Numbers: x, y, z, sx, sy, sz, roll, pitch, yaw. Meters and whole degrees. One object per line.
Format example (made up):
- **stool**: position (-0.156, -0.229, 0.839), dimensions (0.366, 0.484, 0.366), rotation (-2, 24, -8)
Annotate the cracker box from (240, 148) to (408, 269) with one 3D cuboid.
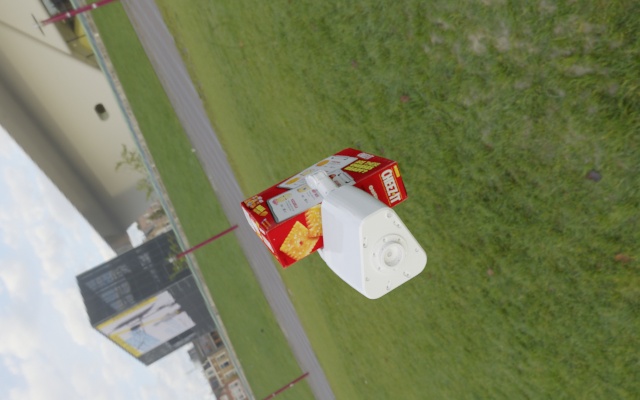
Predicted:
- **cracker box**: position (0.000, 0.002, 0.738), dimensions (0.213, 0.072, 0.164), rotation (-28, 22, -14)
